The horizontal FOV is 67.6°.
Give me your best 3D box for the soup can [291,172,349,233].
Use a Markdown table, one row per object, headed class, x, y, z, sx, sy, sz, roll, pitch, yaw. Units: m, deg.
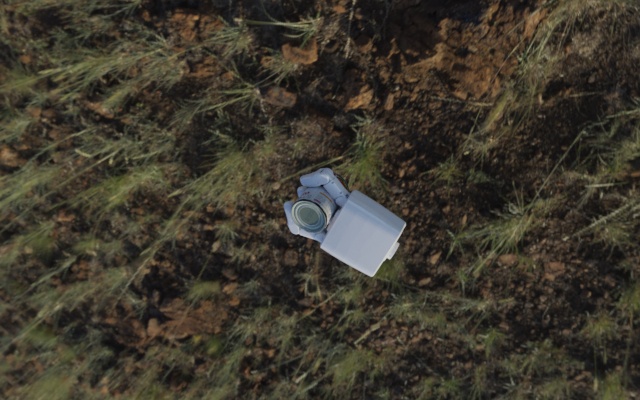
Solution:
| class | x | y | z | sx | sy | sz | roll | pitch | yaw |
| --- | --- | --- | --- | --- | --- | --- | --- | --- | --- |
| soup can | 0.000 | 0.003 | 0.828 | 0.068 | 0.068 | 0.102 | 0 | 30 | 28 |
